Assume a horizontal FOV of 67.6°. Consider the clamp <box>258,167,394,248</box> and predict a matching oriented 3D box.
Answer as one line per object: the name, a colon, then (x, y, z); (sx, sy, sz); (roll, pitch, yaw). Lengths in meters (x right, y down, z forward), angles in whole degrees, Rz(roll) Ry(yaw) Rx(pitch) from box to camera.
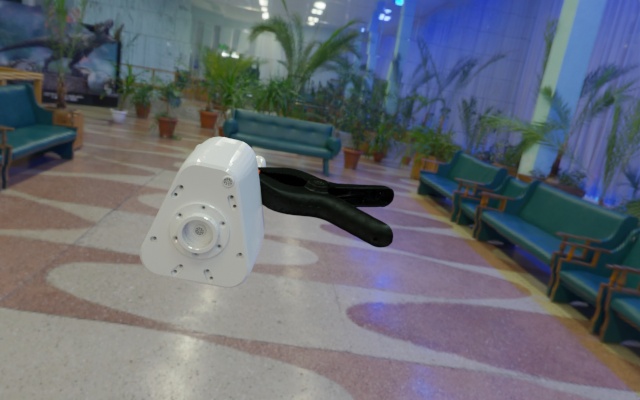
clamp: (0.000, 0.001, 0.494); (0.171, 0.039, 0.120); (9, 18, -4)
